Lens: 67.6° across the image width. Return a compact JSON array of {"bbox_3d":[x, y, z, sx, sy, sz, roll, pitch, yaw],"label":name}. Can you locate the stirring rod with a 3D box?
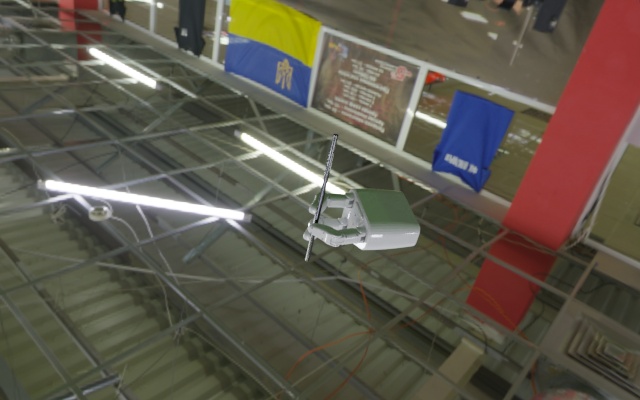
[{"bbox_3d":[0.000,0.003,0.791,0.011,0.240,0.011,10,28,-5],"label":"stirring rod"}]
